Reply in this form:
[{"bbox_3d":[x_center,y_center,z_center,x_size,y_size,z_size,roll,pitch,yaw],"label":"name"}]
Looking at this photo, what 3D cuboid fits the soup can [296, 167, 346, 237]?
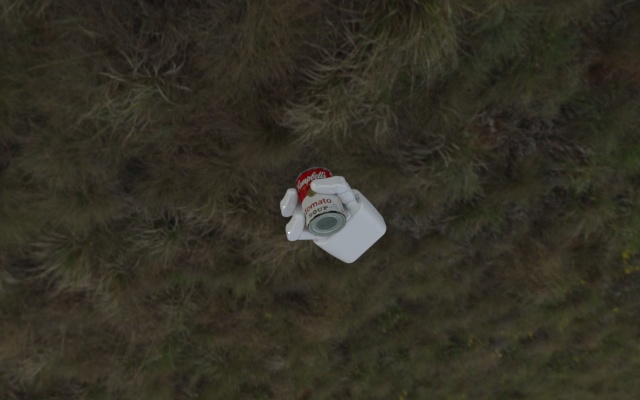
[{"bbox_3d":[0.000,0.003,0.813,0.068,0.102,0.069,-10,-38,-8],"label":"soup can"}]
